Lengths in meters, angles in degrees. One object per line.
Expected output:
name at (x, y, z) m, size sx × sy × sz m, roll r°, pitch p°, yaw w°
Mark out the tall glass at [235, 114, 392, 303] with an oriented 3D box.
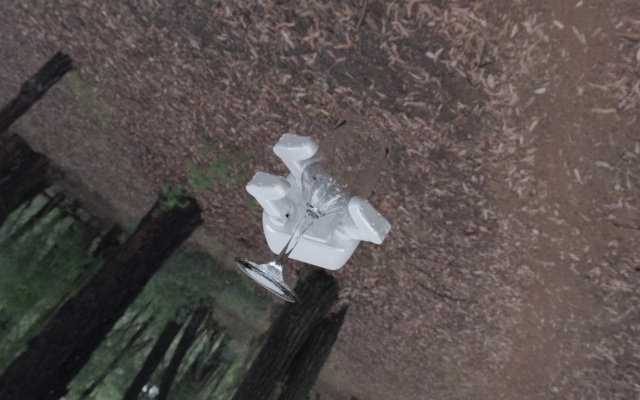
tall glass at (0.000, 0.002, 0.499) m, size 0.079 × 0.201 × 0.079 m, roll 30°, pitch -21°, yaw 13°
